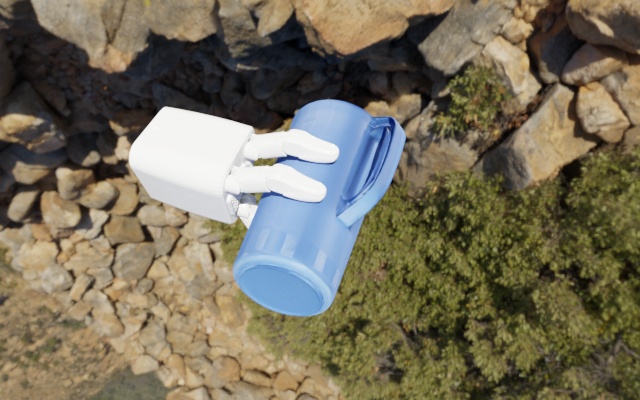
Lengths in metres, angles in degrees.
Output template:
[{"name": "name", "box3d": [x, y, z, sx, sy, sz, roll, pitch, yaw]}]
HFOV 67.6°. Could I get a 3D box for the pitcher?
[{"name": "pitcher", "box3d": [0.000, 0.002, 0.548, 0.145, 0.242, 0.149, 16, -39, 5]}]
